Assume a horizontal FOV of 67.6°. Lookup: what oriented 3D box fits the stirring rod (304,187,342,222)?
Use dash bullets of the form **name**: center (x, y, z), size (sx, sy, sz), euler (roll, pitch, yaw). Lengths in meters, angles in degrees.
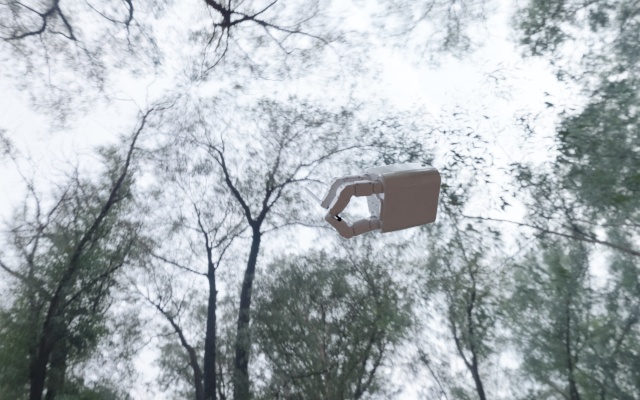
- **stirring rod**: center (0.000, 0.003, 0.879), size (0.011, 0.011, 0.239), euler (0, 13, -15)
